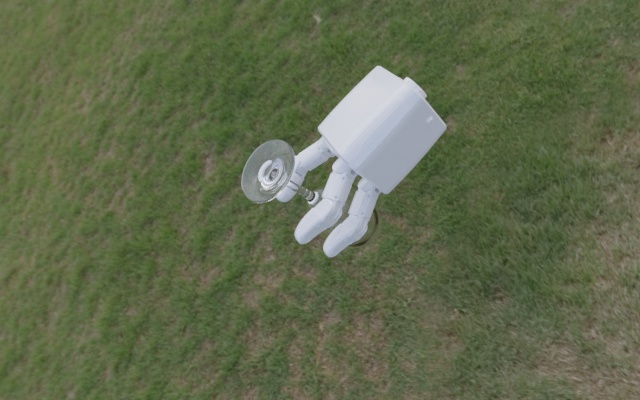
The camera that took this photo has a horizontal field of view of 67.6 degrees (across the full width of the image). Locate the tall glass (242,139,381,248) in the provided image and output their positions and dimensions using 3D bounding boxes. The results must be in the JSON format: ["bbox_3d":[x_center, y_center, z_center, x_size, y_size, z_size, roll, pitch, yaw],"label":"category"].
[{"bbox_3d":[0.000,0.002,0.584,0.079,0.079,0.201,0,-20,37],"label":"tall glass"}]
